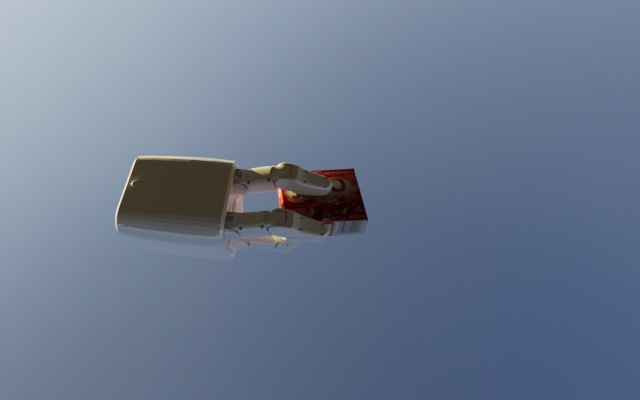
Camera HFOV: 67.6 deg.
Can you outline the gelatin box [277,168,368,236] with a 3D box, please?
[{"bbox_3d":[0.000,0.002,0.519,0.089,0.073,0.030,-3,-38,-12],"label":"gelatin box"}]
